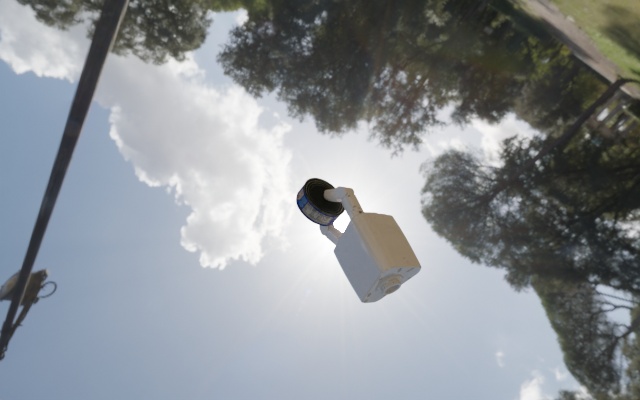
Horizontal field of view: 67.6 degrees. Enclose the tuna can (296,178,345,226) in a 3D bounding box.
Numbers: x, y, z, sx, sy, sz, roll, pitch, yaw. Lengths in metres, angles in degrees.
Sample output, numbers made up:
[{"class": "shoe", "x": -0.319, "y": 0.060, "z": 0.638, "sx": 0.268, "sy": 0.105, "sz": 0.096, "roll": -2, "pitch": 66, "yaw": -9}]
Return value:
[{"class": "tuna can", "x": 0.000, "y": 0.003, "z": 0.842, "sx": 0.086, "sy": 0.086, "sz": 0.034, "roll": 0, "pitch": -39, "yaw": -43}]
